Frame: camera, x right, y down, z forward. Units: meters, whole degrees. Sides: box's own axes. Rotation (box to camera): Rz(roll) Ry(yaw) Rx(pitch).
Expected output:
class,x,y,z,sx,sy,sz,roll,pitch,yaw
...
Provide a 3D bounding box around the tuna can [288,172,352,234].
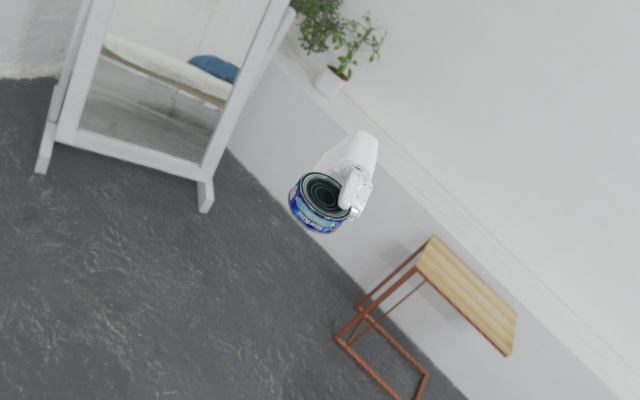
class,x,y,z,sx,sy,sz,roll,pitch,yaw
tuna can,0.000,0.002,0.658,0.086,0.086,0.034,0,-37,-39
